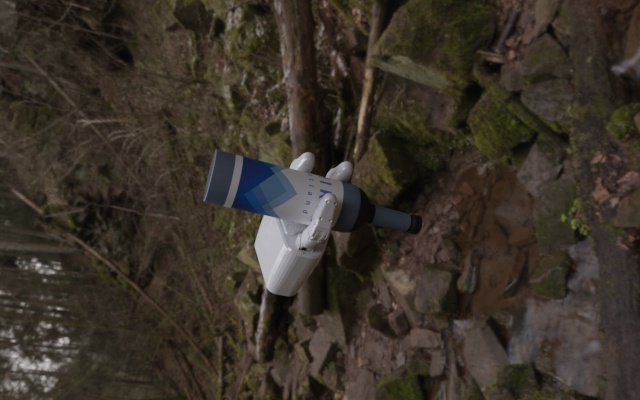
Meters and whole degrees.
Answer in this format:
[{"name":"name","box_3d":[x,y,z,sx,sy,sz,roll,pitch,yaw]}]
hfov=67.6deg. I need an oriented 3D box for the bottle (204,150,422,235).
[{"name":"bottle","box_3d":[0.000,0.002,0.632,0.296,0.069,0.069,14,-4,-17]}]
